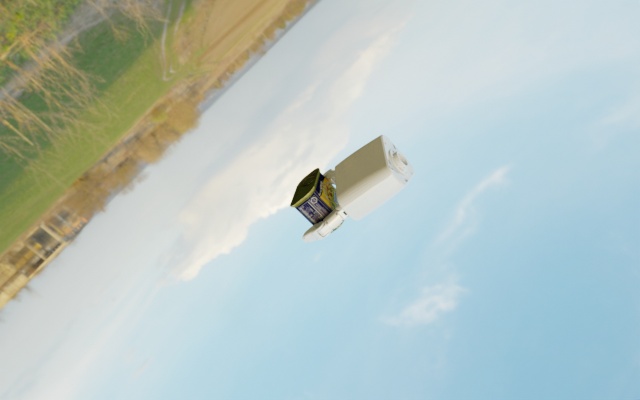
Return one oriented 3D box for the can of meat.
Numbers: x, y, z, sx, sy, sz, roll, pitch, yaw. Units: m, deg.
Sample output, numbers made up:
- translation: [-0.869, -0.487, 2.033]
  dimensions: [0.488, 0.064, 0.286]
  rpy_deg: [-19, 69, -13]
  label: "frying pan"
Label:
- translation: [0.000, 0.003, 0.852]
  dimensions: [0.057, 0.084, 0.102]
  rpy_deg: [-37, 18, 25]
  label: "can of meat"
